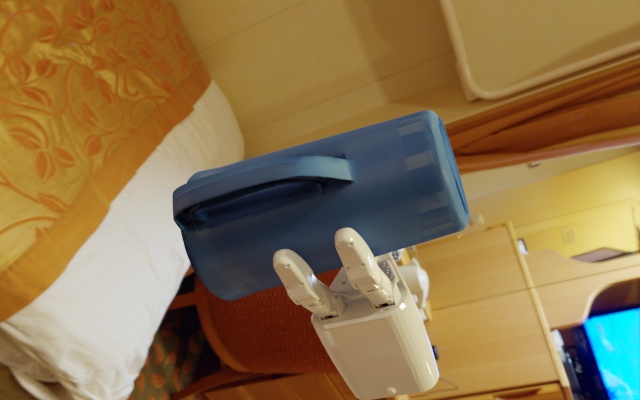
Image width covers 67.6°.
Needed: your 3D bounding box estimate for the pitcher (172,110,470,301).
[{"bbox_3d":[0.000,0.002,0.434,0.243,0.145,0.149,-17,22,18],"label":"pitcher"}]
